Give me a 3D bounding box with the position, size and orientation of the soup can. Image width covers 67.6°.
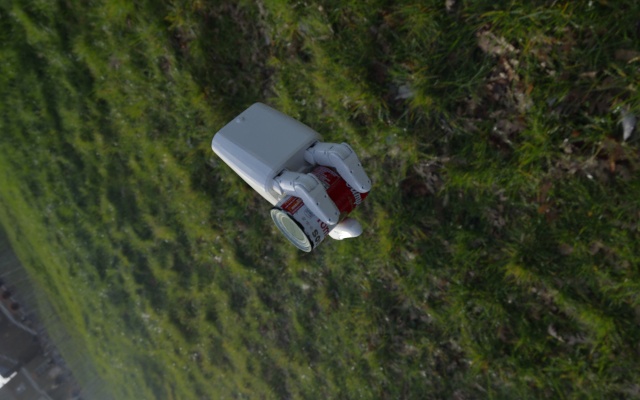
[{"bbox_3d":[0.000,0.002,0.558,0.102,0.068,0.068,-43,19,-22],"label":"soup can"}]
